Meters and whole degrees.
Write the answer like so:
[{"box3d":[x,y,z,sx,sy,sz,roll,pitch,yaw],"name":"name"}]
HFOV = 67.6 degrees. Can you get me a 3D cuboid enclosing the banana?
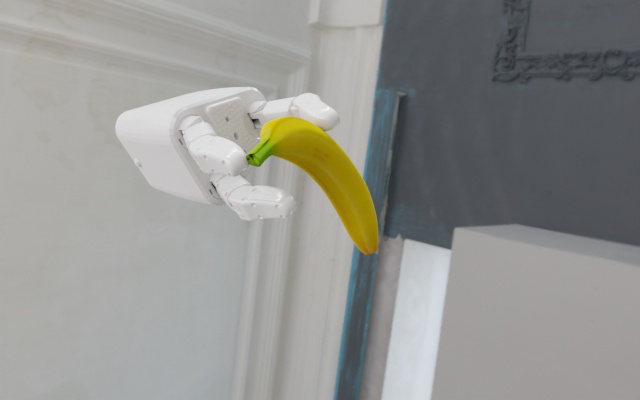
[{"box3d":[0.004,-0.017,0.414,0.037,0.069,0.198,6,-21,38],"name":"banana"}]
